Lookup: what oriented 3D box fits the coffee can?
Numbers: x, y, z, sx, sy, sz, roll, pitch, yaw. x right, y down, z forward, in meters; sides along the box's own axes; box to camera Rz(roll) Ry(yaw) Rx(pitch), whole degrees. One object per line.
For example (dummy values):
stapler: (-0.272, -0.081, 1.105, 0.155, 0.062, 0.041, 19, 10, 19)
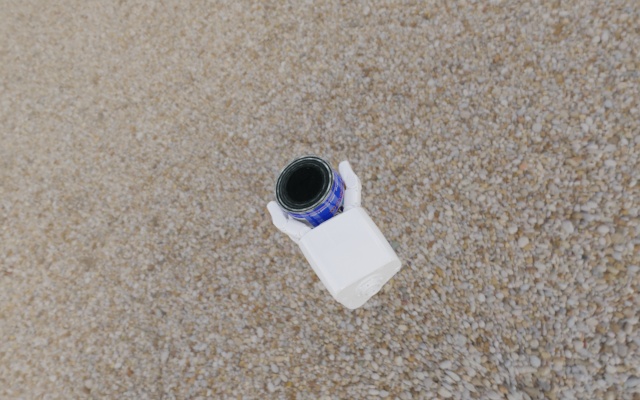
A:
coffee can: (0.000, 0.002, 0.788, 0.103, 0.102, 0.140, 0, -25, 25)
